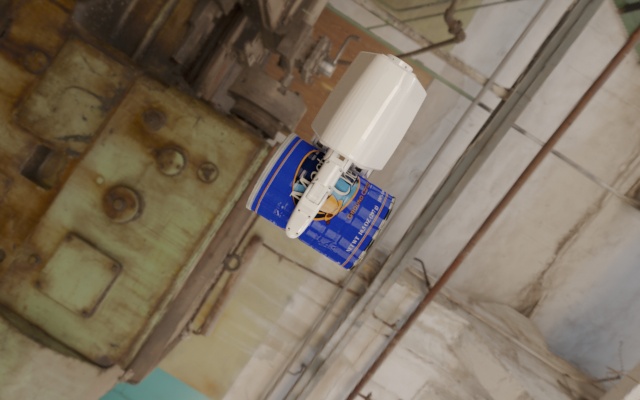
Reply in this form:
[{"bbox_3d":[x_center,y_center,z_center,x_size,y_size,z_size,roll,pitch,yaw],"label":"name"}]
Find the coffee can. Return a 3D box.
[{"bbox_3d":[0.000,0.002,0.553,0.140,0.103,0.103,32,-1,-1],"label":"coffee can"}]
